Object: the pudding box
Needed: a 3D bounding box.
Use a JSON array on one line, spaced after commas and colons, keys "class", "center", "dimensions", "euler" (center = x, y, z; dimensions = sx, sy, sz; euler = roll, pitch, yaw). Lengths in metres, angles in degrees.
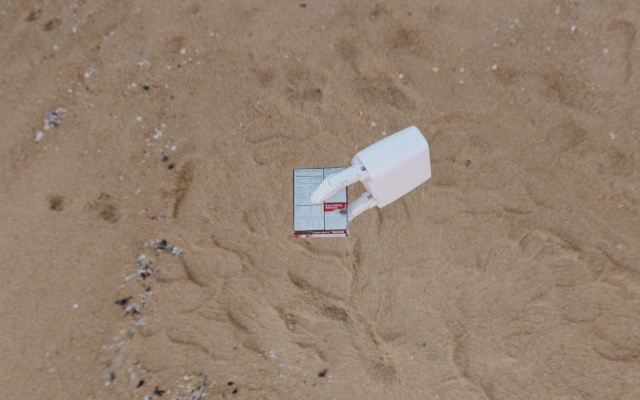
[{"class": "pudding box", "center": [0.000, 0.003, 0.782], "dimensions": [0.090, 0.113, 0.039], "euler": [-2, -19, 4]}]
